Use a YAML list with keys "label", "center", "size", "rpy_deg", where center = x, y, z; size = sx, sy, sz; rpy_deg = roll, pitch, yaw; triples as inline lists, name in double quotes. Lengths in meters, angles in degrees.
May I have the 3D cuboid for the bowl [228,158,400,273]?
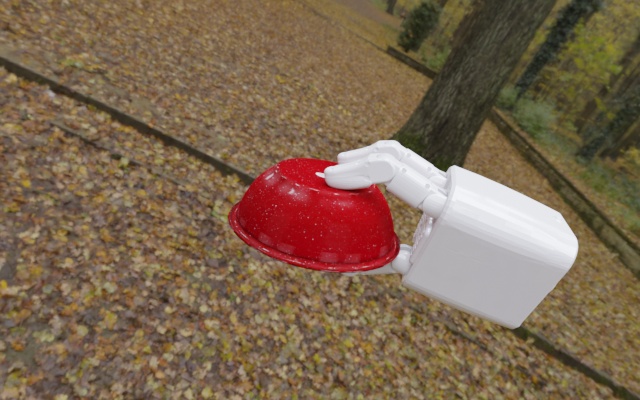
- label: "bowl"
  center: [-0.001, 0.001, 0.436]
  size: [0.162, 0.055, 0.162]
  rpy_deg: [10, 21, -4]
